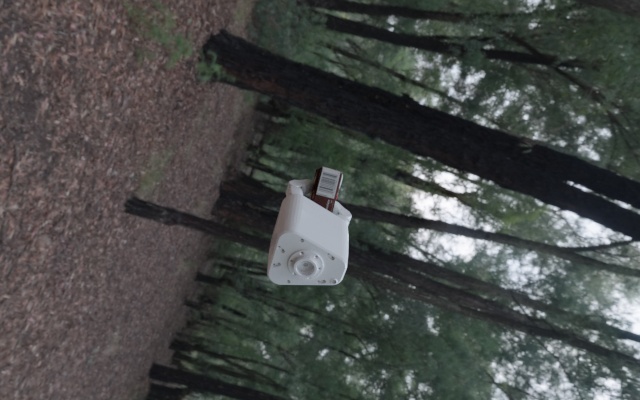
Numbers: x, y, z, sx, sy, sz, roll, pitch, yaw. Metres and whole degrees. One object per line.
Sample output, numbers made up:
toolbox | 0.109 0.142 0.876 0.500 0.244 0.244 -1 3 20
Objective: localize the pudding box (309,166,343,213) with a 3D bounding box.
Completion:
pudding box | 0.000 0.003 0.802 0.039 0.113 0.090 16 -2 -8
